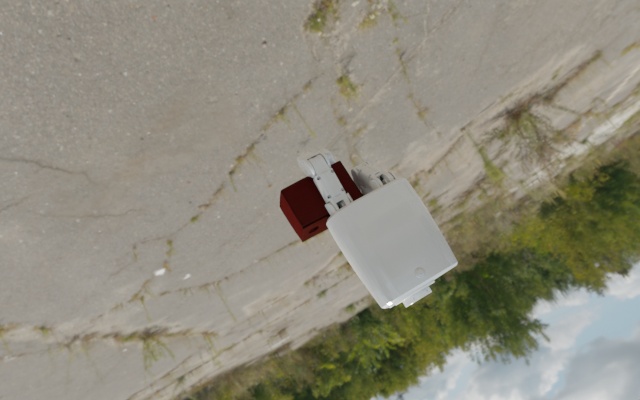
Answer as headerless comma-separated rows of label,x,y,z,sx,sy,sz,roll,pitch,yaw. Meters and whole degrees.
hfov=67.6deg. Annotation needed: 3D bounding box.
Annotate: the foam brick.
foam brick,0.000,0.002,0.532,0.078,0.051,0.053,-27,-16,-13
